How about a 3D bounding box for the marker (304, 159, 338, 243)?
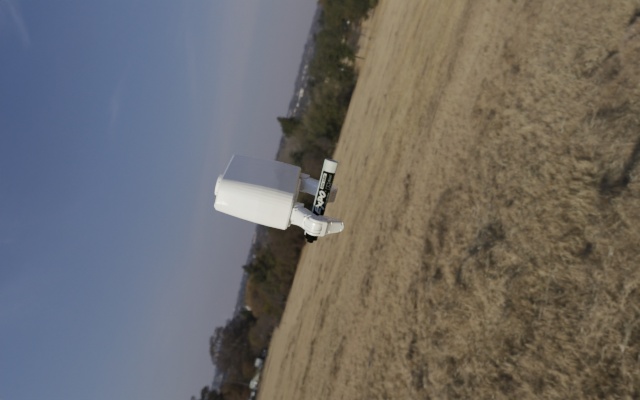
[{"bbox_3d":[0.000,0.002,0.662,0.020,0.121,0.020,14,14,-4],"label":"marker"}]
